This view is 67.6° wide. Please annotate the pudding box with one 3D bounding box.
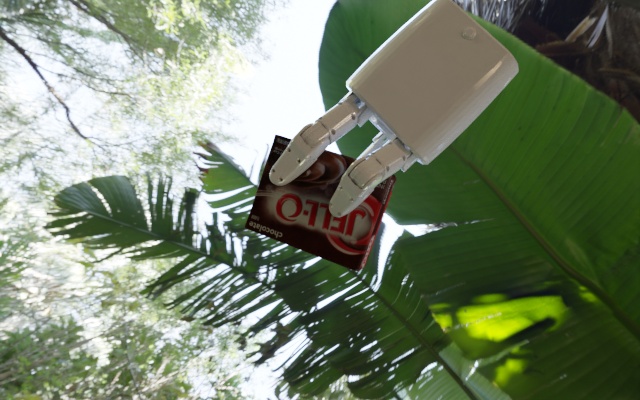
[{"bbox_3d":[0.000,0.001,0.426,0.113,0.090,0.039,19,2,16],"label":"pudding box"}]
